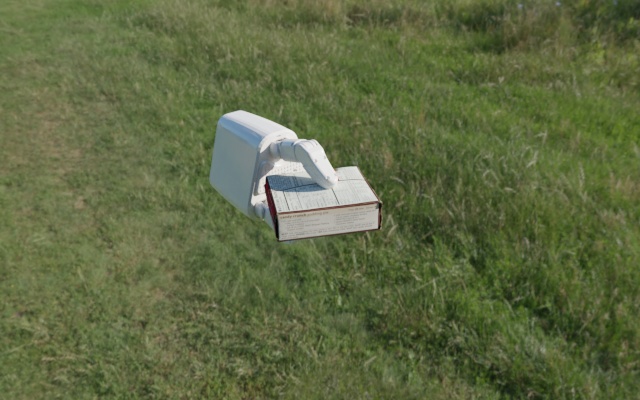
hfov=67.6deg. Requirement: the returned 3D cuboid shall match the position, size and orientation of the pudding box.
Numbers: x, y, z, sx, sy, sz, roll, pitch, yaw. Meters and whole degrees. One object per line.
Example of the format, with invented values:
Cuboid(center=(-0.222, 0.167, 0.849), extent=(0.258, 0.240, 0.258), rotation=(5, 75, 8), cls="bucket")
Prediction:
Cuboid(center=(0.000, 0.002, 0.517), extent=(0.113, 0.039, 0.090), rotation=(-8, 31, -9), cls="pudding box")
